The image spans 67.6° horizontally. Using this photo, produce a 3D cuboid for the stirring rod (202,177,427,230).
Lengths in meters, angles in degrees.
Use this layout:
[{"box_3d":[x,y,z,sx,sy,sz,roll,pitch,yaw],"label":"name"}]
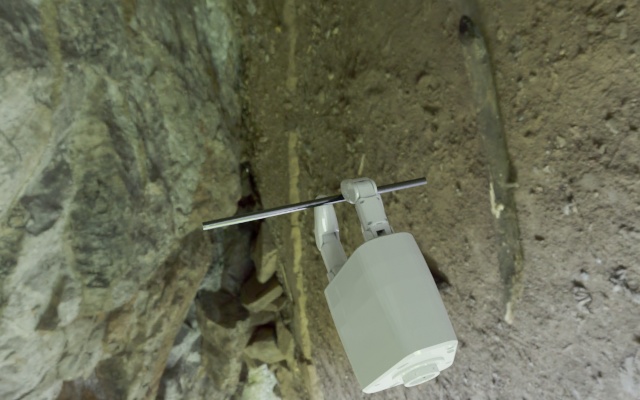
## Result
[{"box_3d":[0.000,0.002,0.493,0.239,0.011,0.011,-12,3,-14],"label":"stirring rod"}]
